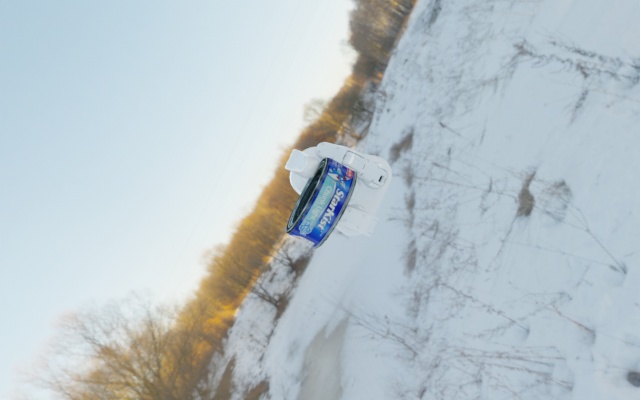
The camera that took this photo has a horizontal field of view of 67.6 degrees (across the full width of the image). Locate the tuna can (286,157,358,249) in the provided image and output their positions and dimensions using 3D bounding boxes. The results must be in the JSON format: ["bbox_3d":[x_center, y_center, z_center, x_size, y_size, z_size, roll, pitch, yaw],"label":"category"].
[{"bbox_3d":[0.000,0.001,0.466,0.034,0.086,0.086,28,-5,-9],"label":"tuna can"}]
